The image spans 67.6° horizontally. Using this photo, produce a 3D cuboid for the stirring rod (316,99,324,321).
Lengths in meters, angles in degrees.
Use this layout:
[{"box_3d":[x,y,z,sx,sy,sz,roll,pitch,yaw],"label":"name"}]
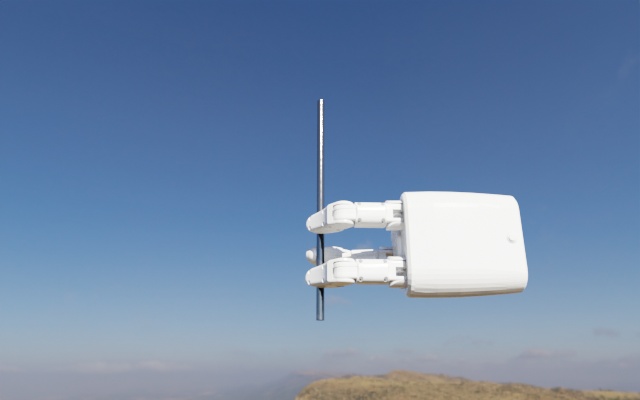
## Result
[{"box_3d":[0.000,0.002,0.498,0.011,0.239,0.011,0,-19,0],"label":"stirring rod"}]
